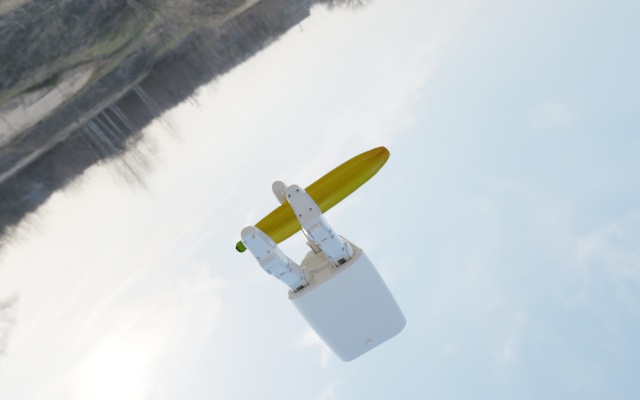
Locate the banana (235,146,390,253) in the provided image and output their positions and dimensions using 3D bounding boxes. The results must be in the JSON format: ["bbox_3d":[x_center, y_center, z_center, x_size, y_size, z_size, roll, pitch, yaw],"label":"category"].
[{"bbox_3d":[-0.007,0.003,0.537,0.198,0.037,0.069,-36,10,-11],"label":"banana"}]
